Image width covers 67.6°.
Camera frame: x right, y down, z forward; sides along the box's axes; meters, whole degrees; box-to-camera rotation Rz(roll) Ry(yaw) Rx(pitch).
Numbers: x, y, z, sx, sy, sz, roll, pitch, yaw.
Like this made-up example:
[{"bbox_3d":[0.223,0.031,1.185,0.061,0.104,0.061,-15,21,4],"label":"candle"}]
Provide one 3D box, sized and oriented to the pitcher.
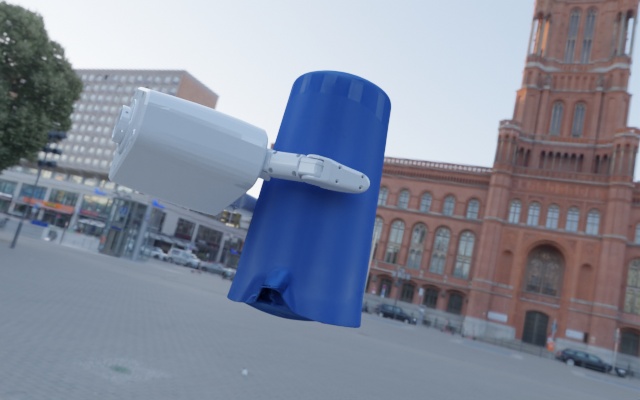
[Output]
[{"bbox_3d":[0.000,0.002,0.497,0.145,0.242,0.149,18,-11,-27],"label":"pitcher"}]
